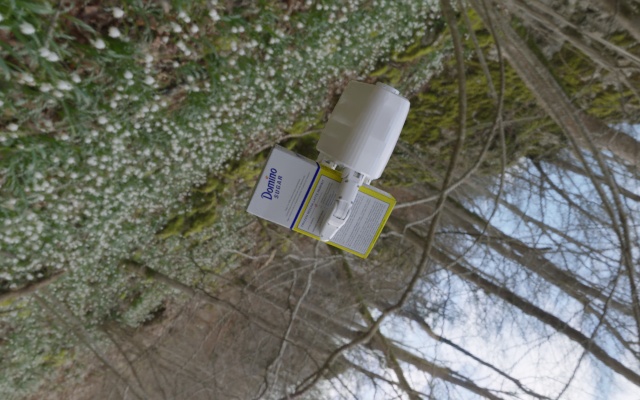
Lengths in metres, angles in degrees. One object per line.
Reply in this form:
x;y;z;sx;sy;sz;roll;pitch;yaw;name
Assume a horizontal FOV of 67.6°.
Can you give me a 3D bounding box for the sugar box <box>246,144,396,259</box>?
0.000;0.002;0.634;0.176;0.093;0.048;24;11;-9;sugar box
